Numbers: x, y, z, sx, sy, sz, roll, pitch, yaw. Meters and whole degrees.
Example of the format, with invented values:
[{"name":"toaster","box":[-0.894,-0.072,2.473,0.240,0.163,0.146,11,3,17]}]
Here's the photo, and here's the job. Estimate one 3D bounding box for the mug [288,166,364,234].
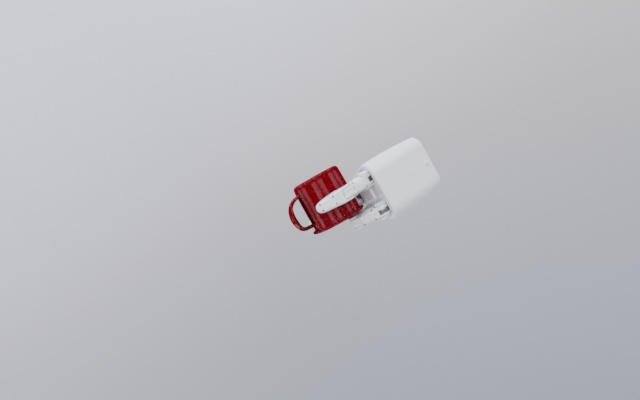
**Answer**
[{"name":"mug","box":[-0.001,0.003,0.764,0.117,0.081,0.093,-31,4,-21]}]
